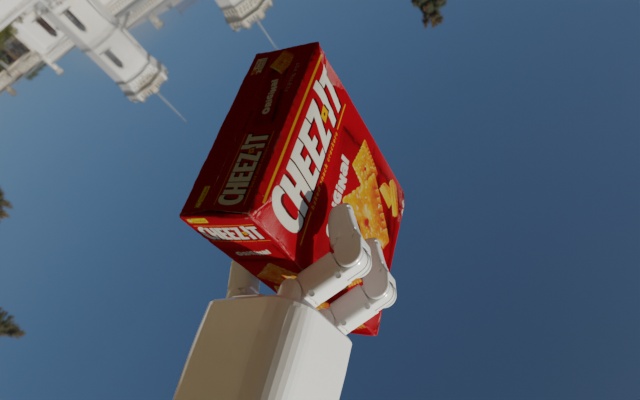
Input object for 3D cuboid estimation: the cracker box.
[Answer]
[{"bbox_3d":[0.000,0.001,0.418,0.072,0.164,0.214,-2,-35,30],"label":"cracker box"}]
